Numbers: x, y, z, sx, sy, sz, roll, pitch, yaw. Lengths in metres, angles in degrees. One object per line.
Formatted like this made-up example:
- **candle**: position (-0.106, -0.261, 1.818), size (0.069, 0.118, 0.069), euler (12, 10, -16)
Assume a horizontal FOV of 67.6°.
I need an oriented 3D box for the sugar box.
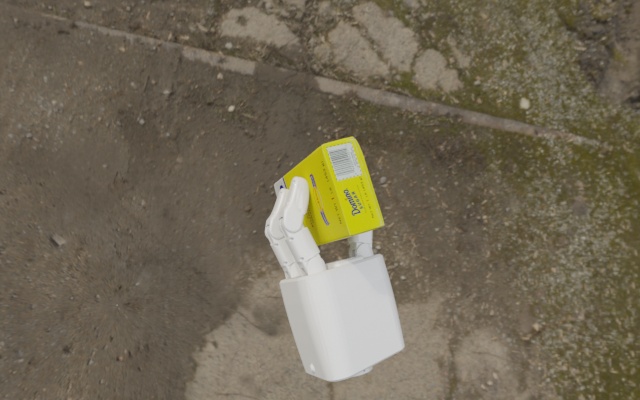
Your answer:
- **sugar box**: position (0.000, 0.002, 0.529), size (0.048, 0.093, 0.176), euler (-14, -6, -25)
